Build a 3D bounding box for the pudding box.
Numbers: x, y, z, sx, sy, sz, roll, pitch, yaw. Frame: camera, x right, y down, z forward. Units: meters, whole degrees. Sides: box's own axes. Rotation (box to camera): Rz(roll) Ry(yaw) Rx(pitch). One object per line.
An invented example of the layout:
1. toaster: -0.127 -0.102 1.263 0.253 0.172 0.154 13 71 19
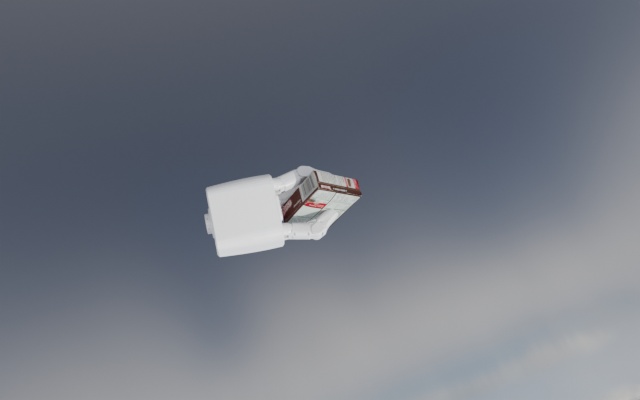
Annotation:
1. pudding box: 0.000 0.003 0.795 0.090 0.039 0.113 9 -37 -34
